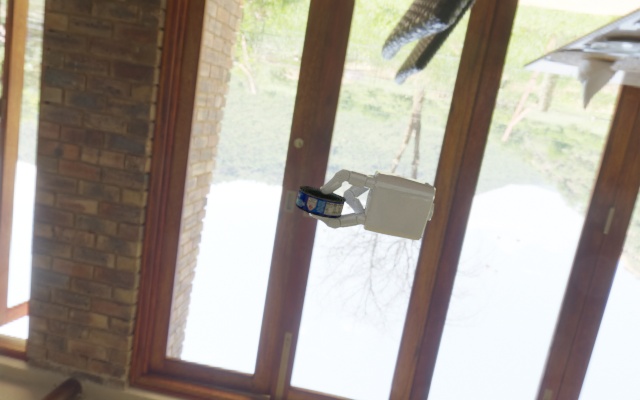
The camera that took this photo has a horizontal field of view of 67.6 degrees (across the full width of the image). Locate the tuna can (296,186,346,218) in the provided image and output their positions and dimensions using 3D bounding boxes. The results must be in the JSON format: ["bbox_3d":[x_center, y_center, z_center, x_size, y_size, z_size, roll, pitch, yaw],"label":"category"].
[{"bbox_3d":[0.000,0.003,0.850,0.086,0.034,0.086,15,11,-3],"label":"tuna can"}]
